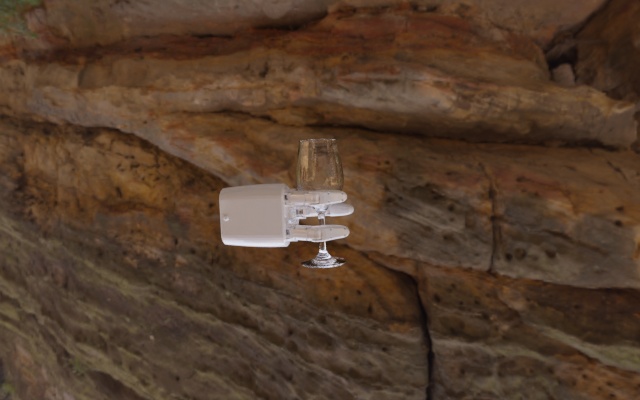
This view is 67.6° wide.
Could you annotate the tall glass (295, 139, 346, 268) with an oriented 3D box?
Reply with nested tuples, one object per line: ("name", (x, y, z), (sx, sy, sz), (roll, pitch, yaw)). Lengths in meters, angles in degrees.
("tall glass", (0.000, 0.003, 0.773), (0.079, 0.201, 0.079), (-2, 4, 0))
